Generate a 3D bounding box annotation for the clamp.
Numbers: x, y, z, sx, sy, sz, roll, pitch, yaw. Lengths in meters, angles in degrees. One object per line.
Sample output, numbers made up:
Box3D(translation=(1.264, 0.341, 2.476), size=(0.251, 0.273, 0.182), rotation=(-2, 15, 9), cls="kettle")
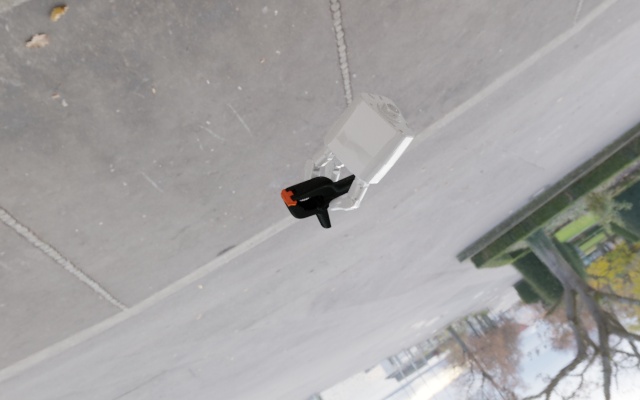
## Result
Box3D(translation=(0.000, 0.003, 0.871), size=(0.210, 0.036, 0.165), rotation=(-6, -38, -48), cls="clamp")
